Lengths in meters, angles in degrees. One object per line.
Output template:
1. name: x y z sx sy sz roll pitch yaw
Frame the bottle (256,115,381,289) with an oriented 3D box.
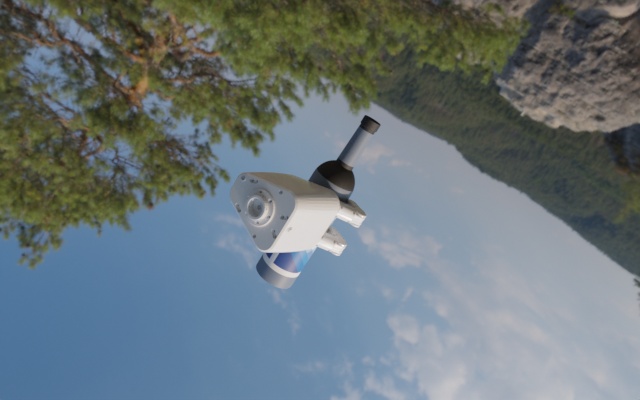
1. bottle: 0.000 0.003 0.731 0.069 0.296 0.069 29 17 -10
